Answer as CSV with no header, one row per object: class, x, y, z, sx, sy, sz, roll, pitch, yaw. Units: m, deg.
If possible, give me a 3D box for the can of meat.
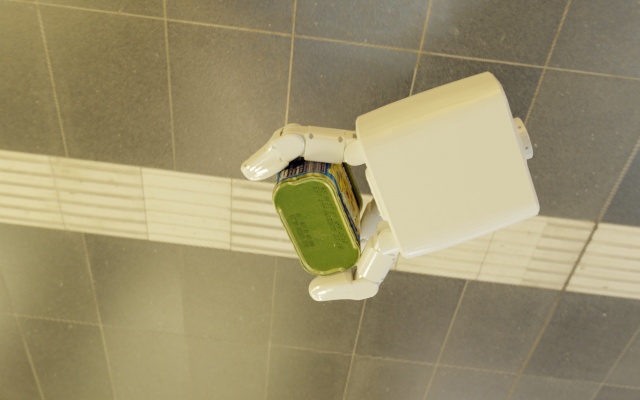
can of meat,0.000,0.001,0.412,0.057,0.102,0.084,-16,30,13
